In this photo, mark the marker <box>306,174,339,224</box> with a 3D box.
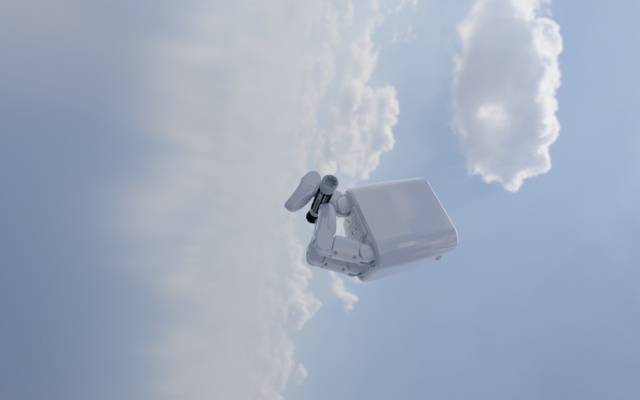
[{"bbox_3d":[0.000,0.002,0.571,0.020,0.020,0.121,0,-22,-11],"label":"marker"}]
